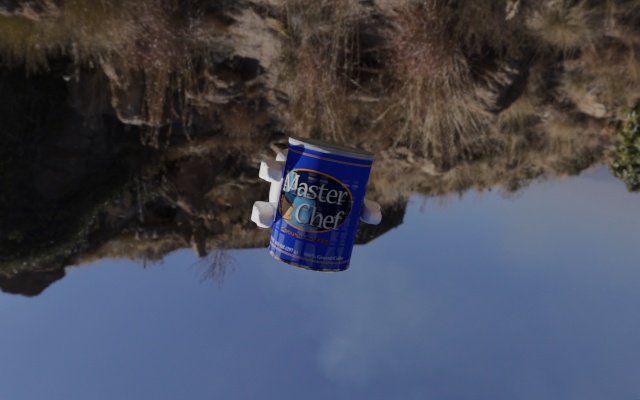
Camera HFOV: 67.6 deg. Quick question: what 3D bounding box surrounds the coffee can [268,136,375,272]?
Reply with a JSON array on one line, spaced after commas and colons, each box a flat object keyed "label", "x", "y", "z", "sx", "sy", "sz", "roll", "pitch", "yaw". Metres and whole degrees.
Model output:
[{"label": "coffee can", "x": 0.000, "y": 0.002, "z": 0.573, "sx": 0.103, "sy": 0.140, "sz": 0.103, "roll": 12, "pitch": 10, "yaw": -2}]
